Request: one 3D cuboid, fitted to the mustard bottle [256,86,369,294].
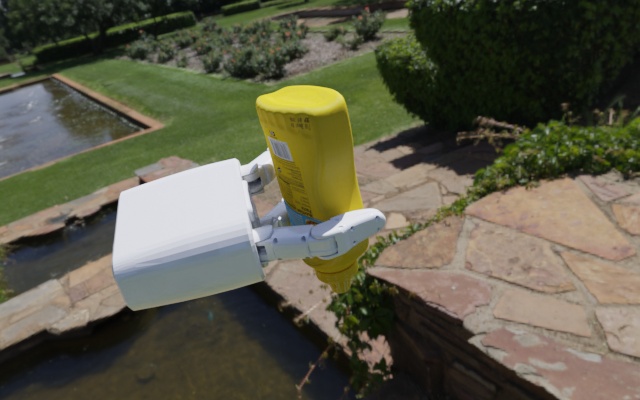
[{"bbox_3d":[0.000,0.001,0.416,0.058,0.192,0.096,-27,29,-26],"label":"mustard bottle"}]
